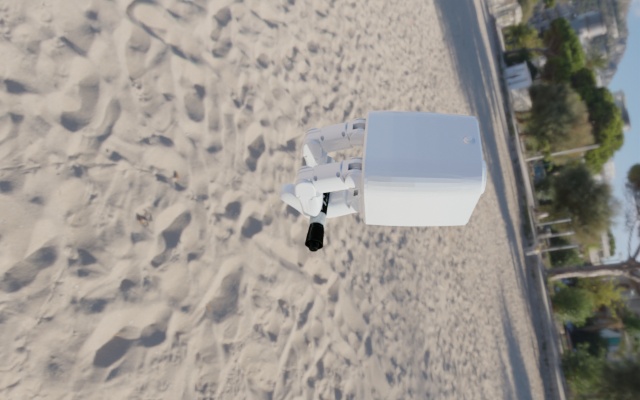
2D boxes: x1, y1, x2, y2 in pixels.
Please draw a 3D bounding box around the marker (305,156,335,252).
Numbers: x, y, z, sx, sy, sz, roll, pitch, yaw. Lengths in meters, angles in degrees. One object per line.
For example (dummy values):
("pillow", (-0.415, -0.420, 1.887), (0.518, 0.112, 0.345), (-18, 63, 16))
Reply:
("marker", (0.000, 0.002, 0.508), (0.020, 0.121, 0.020), (5, -38, 4))
